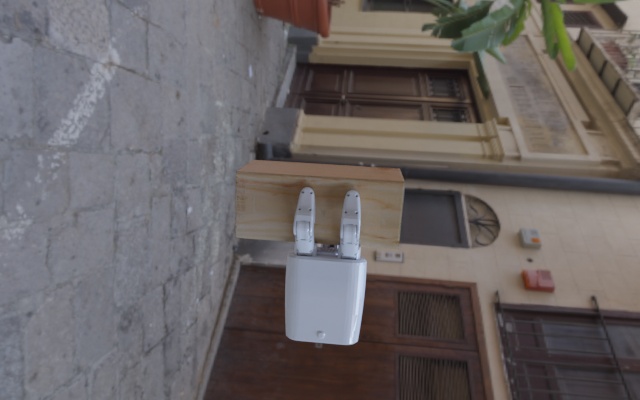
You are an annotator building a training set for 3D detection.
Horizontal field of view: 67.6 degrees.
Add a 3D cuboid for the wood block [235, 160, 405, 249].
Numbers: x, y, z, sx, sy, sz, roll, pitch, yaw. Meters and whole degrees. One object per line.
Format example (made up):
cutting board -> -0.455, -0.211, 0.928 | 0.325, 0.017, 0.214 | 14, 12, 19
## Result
wood block -> 0.000, 0.002, 0.629 | 0.206, 0.090, 0.090 | 4, 14, 4
